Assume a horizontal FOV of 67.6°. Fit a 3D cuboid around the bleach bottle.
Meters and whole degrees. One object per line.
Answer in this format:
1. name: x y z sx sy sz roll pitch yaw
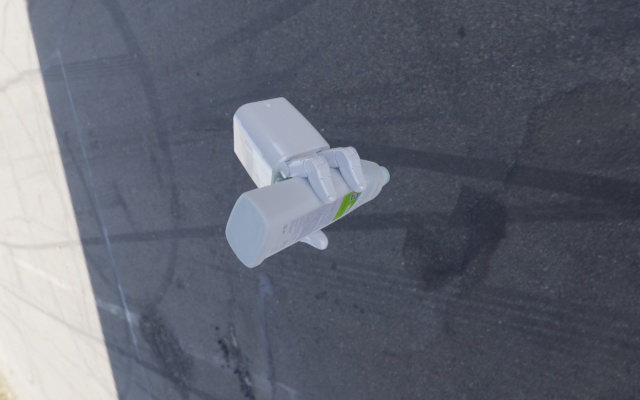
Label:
1. bleach bottle: 0.000 0.002 0.646 0.251 0.068 0.103 -21 -27 -40
